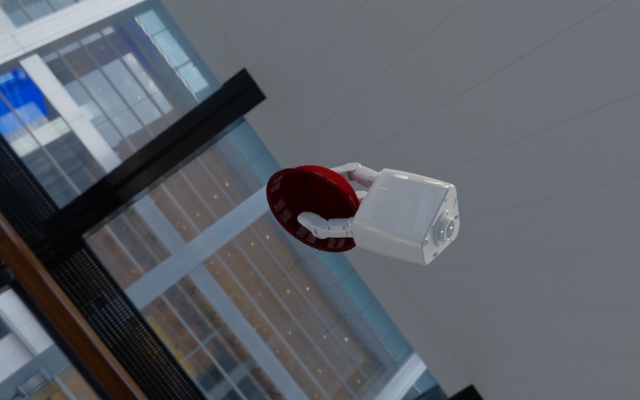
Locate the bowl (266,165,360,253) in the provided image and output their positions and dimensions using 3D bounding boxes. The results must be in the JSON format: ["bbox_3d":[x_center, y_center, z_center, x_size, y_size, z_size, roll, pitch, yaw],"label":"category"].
[{"bbox_3d":[-0.001,0.002,0.719,0.162,0.162,0.055,0,39,36],"label":"bowl"}]
